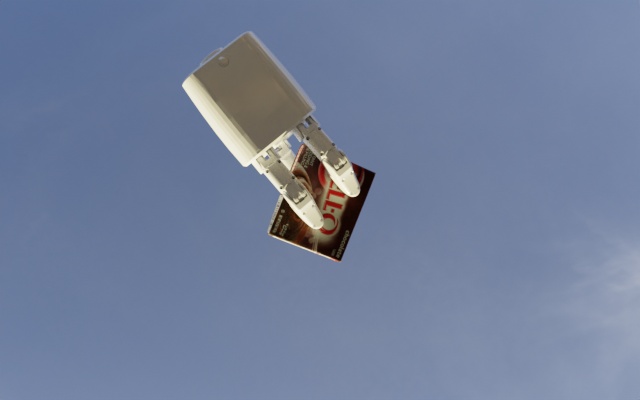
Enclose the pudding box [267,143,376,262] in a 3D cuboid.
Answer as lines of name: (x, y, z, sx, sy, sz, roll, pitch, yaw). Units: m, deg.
pudding box: (0.000, 0.002, 0.546, 0.090, 0.113, 0.039, 22, -1, -13)
